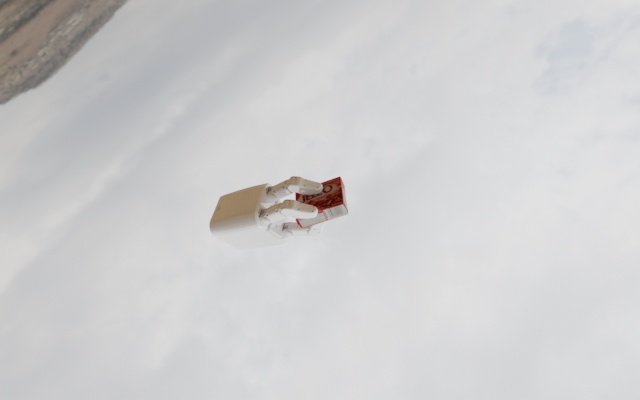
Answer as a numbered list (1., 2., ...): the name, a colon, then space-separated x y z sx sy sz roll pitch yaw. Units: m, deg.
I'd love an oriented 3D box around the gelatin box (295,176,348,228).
1. gelatin box: 0.001 0.003 0.827 0.089 0.030 0.073 -18 40 12
